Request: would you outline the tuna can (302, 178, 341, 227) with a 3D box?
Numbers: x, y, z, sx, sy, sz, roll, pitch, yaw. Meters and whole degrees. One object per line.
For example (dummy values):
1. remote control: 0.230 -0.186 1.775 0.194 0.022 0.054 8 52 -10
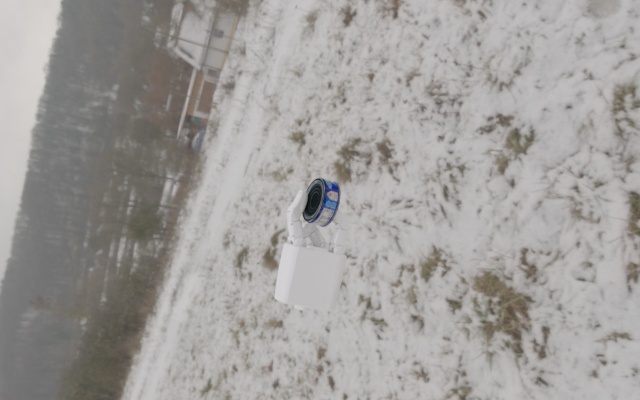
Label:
1. tuna can: 0.000 0.003 0.866 0.034 0.086 0.086 17 -8 -26
